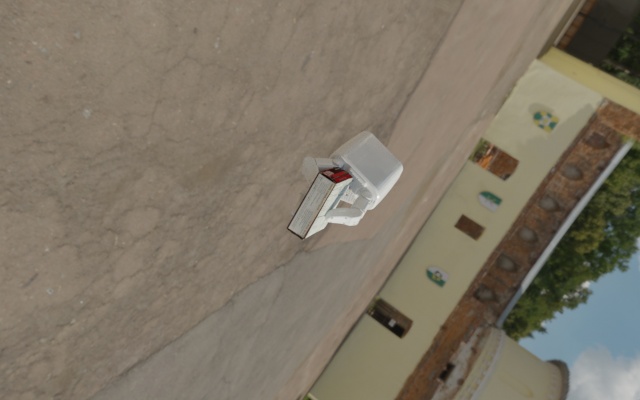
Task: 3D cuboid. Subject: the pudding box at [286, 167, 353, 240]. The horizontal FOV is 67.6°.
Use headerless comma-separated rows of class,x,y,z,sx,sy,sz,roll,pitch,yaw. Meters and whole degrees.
pudding box,0.000,0.003,0.776,0.039,0.113,0.090,33,18,14
